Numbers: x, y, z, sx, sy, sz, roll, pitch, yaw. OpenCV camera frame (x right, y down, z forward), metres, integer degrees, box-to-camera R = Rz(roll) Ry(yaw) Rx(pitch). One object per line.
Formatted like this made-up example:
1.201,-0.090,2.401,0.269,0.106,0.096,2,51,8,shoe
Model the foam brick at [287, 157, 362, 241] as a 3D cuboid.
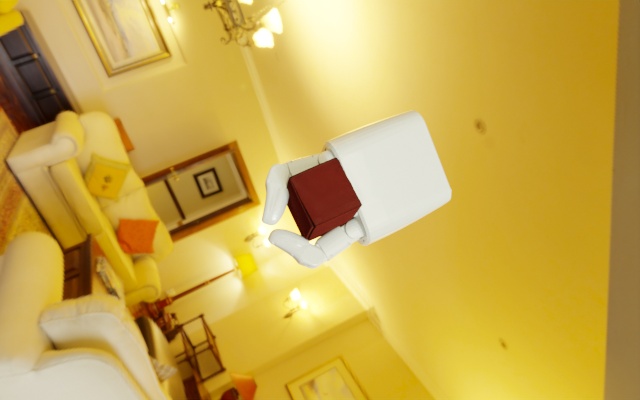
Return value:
0.000,0.002,0.465,0.051,0.053,0.078,-24,-11,-13,foam brick
